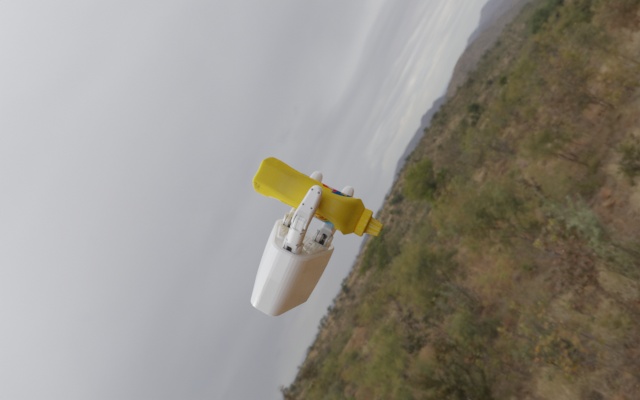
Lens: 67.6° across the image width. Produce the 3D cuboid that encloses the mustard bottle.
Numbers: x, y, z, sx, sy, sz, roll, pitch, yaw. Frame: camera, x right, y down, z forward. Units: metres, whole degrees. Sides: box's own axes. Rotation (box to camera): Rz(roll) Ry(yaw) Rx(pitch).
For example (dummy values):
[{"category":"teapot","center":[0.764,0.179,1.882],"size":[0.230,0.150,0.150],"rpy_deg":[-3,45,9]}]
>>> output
[{"category":"mustard bottle","center":[0.000,0.002,0.694],"size":[0.191,0.058,0.096],"rpy_deg":[26,-3,8]}]
